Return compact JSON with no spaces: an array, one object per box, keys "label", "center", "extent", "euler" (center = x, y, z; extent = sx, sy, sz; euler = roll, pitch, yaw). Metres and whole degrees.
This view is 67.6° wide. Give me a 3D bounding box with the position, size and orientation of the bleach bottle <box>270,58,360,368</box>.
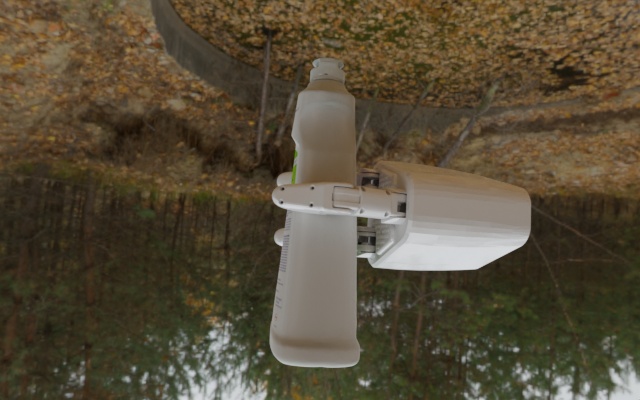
[{"label":"bleach bottle","center":[0.000,0.001,0.405],"extent":[0.068,0.251,0.102],"euler":[5,-6,-11]}]
